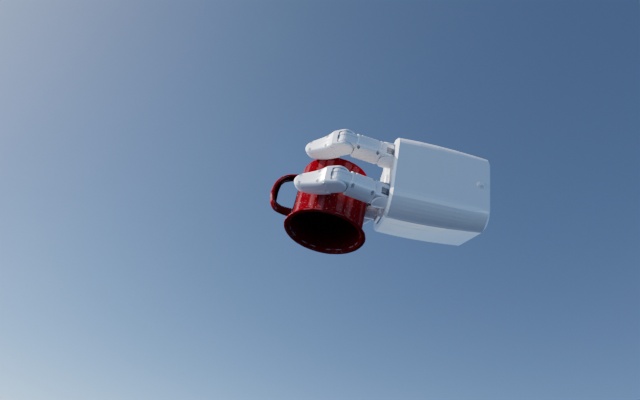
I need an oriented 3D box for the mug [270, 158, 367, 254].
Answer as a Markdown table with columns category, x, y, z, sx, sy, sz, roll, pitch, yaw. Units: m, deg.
| category | x | y | z | sx | sy | sz | roll | pitch | yaw |
| --- | --- | --- | --- | --- | --- | --- | --- | --- | --- |
| mug | -0.001 | 0.001 | 0.555 | 0.117 | 0.081 | 0.093 | 13 | -34 | 0 |
